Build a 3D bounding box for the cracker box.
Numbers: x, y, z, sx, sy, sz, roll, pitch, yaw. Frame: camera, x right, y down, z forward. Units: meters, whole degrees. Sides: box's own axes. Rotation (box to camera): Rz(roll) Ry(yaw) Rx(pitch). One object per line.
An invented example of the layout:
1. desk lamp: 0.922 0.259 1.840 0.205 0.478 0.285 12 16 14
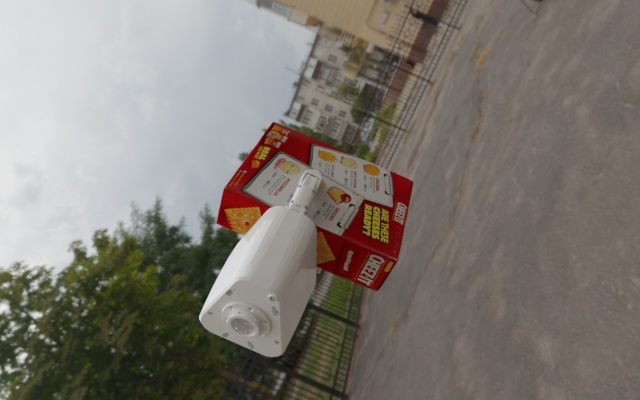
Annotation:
1. cracker box: 0.000 0.002 0.614 0.213 0.072 0.164 23 40 0
